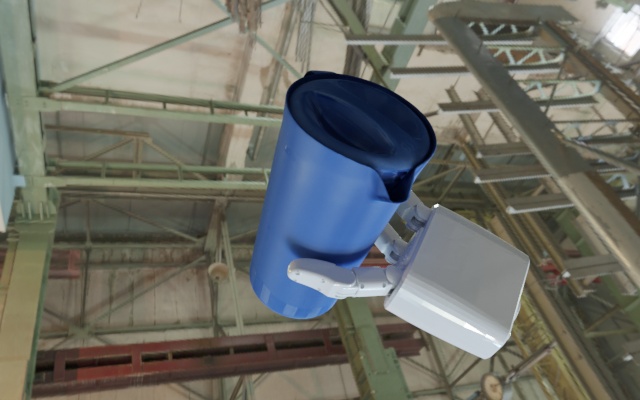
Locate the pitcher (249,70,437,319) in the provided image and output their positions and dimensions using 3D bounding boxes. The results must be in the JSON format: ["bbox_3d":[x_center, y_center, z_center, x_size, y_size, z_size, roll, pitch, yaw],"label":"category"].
[{"bbox_3d":[0.000,0.002,0.480,0.145,0.243,0.149,27,41,5],"label":"pitcher"}]
